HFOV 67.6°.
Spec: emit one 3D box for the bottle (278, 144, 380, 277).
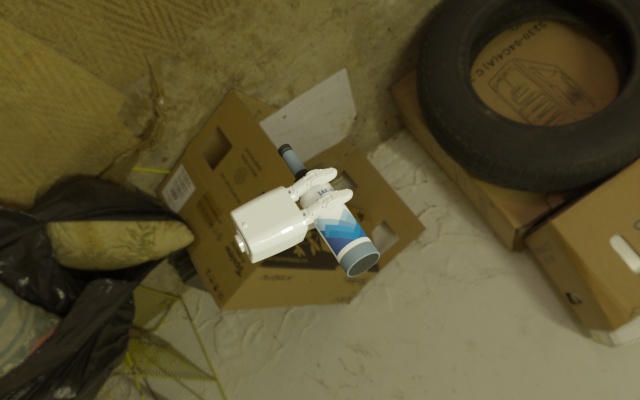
[{"bbox_3d":[0.000,0.003,0.880,0.069,0.295,0.069,-26,-30,-16],"label":"bottle"}]
